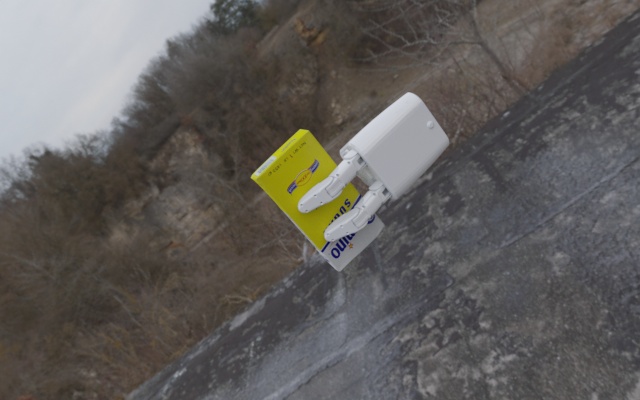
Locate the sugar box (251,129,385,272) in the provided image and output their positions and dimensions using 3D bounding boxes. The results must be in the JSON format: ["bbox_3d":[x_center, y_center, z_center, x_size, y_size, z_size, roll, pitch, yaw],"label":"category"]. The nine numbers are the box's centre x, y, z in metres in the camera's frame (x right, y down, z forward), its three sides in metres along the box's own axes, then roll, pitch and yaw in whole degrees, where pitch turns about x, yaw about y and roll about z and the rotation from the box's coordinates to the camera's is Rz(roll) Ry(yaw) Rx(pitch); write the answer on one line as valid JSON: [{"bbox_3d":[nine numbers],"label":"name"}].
[{"bbox_3d":[0.000,0.002,0.636,0.093,0.176,0.048,-44,19,-7],"label":"sugar box"}]
